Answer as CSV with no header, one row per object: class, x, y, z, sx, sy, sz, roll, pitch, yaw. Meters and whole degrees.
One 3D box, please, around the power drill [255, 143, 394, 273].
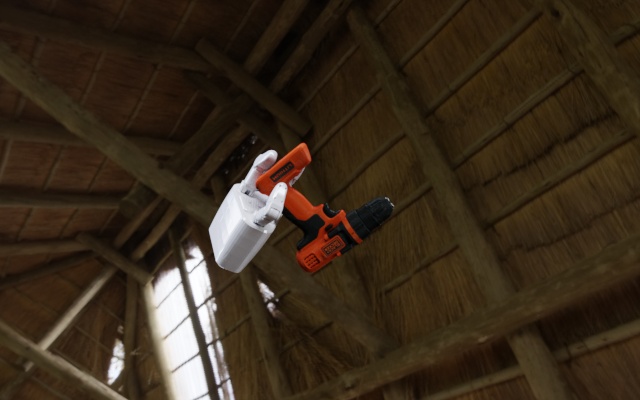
power drill,0.000,0.002,0.775,0.184,0.187,0.057,-37,7,7
